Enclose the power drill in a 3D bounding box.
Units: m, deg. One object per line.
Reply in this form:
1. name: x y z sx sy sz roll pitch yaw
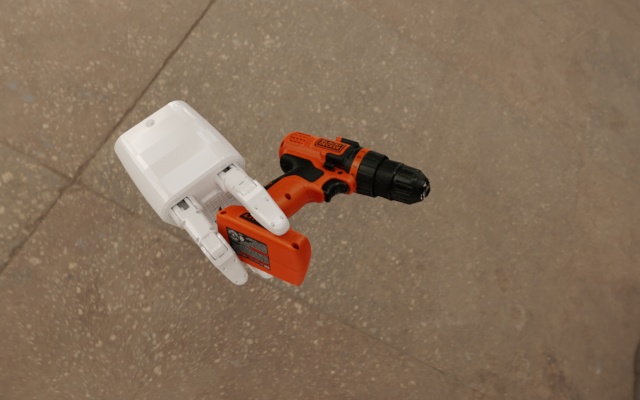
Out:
1. power drill: 0.000 0.002 0.499 0.184 0.057 0.187 18 43 27
